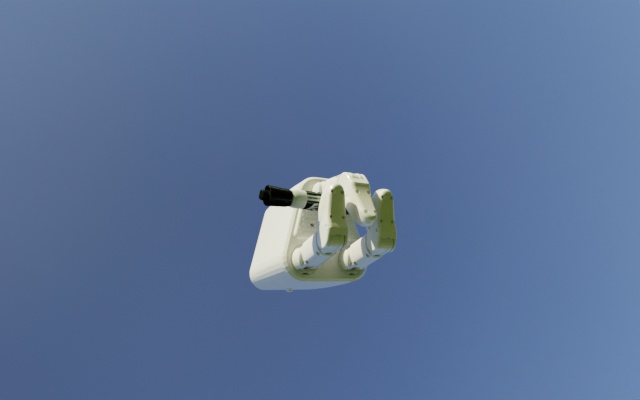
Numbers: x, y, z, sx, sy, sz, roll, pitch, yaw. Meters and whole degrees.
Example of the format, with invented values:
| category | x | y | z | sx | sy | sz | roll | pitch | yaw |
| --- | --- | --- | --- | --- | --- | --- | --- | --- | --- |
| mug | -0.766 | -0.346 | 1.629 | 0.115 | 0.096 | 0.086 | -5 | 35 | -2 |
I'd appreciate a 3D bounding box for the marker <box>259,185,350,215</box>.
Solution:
| category | x | y | z | sx | sy | sz | roll | pitch | yaw |
| --- | --- | --- | --- | --- | --- | --- | --- | --- | --- |
| marker | 0.000 | 0.001 | 0.447 | 0.121 | 0.020 | 0.020 | 7 | -3 | -29 |
